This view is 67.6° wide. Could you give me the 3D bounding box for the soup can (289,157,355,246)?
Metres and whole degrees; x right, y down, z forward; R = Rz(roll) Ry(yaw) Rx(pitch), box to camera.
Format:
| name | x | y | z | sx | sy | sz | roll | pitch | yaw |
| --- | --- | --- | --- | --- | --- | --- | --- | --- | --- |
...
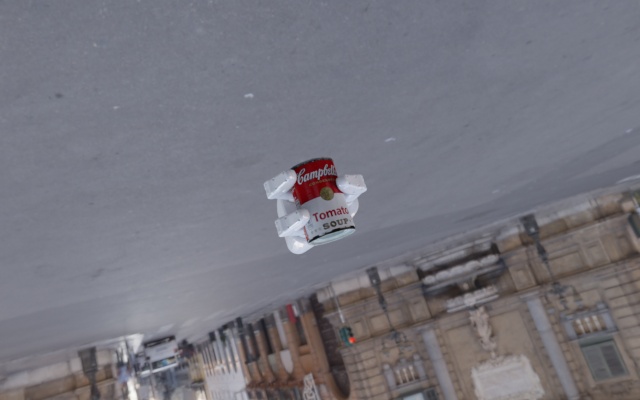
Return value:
| name | x | y | z | sx | sy | sz | roll | pitch | yaw |
| --- | --- | --- | --- | --- | --- | --- | --- | --- | --- |
| soup can | 0.000 | 0.002 | 0.640 | 0.068 | 0.102 | 0.068 | -17 | -14 | -4 |
